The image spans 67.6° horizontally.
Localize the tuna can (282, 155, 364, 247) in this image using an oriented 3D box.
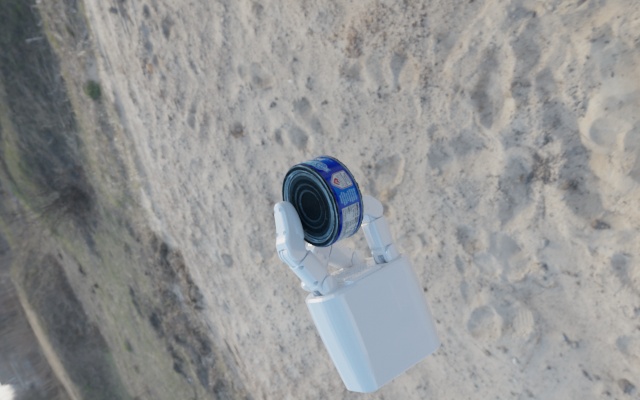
[{"bbox_3d":[0.000,0.002,0.465,0.033,0.086,0.086,-22,13,-36],"label":"tuna can"}]
